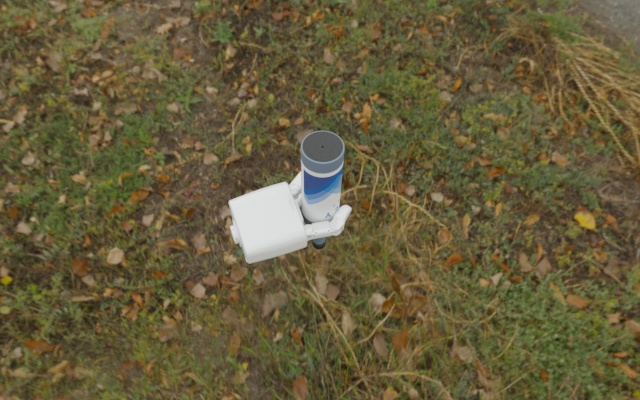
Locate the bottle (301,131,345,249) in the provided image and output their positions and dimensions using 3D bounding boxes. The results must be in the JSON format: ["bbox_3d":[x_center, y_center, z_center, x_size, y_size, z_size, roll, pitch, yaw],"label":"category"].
[{"bbox_3d":[0.000,0.003,0.840,0.069,0.069,0.296,0,-35,-2],"label":"bottle"}]
